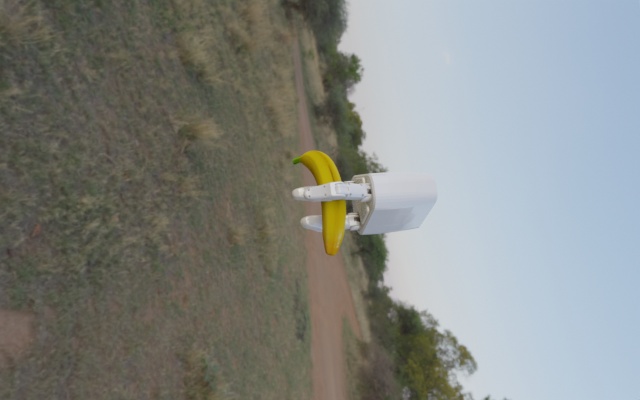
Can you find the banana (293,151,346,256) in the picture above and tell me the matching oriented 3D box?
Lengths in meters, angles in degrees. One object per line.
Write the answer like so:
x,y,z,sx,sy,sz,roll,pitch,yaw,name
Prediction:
0.007,-0.012,0.733,0.037,0.197,0.070,6,-43,-31,banana
